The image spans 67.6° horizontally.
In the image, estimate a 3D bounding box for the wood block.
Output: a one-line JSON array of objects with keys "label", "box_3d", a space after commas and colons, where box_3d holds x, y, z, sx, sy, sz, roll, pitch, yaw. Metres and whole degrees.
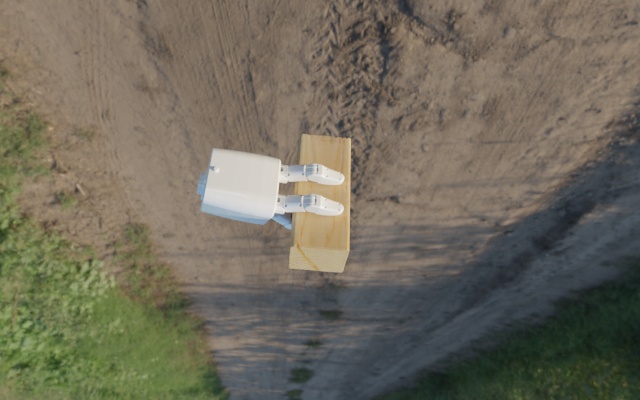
[{"label": "wood block", "box_3d": [0.000, 0.003, 0.783, 0.090, 0.206, 0.091, 5, -30, -3]}]
